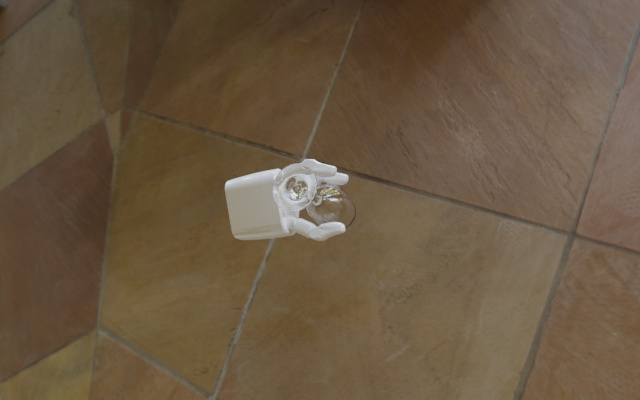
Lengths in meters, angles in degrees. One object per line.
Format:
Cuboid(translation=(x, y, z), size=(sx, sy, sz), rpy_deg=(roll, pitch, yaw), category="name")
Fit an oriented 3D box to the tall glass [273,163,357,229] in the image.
Cuboid(translation=(0.000, 0.002, 0.797), size=(0.079, 0.079, 0.201), rpy_deg=(0, -13, 24), category="tall glass")
